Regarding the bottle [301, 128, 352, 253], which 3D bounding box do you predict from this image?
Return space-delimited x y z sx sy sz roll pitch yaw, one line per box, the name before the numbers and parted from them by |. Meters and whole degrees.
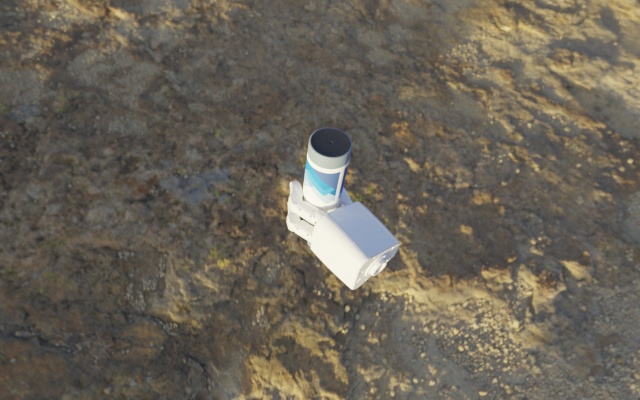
bottle | 0.000 0.003 0.838 0.069 0.069 0.296 0 -38 -8
